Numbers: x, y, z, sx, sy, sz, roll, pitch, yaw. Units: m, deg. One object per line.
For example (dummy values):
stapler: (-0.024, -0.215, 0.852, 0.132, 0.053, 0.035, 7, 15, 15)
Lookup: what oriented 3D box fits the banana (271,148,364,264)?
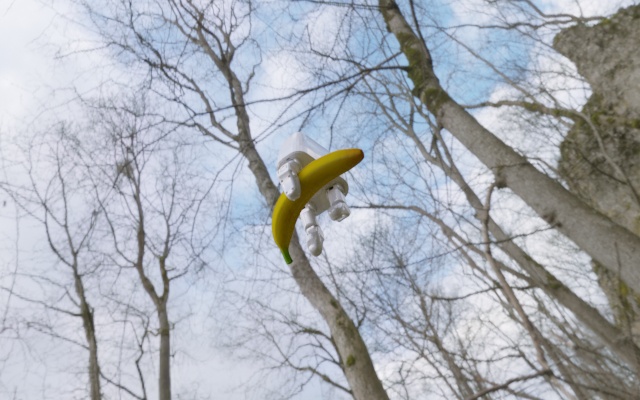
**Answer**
banana: (-0.017, -0.006, 0.676, 0.069, 0.198, 0.037, 34, 17, 3)
